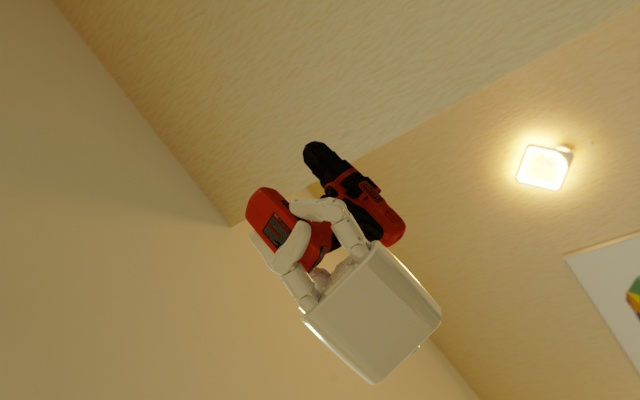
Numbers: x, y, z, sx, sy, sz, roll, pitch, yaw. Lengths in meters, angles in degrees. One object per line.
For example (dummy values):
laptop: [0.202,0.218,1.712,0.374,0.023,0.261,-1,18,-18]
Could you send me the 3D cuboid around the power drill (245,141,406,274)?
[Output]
power drill: [0.000,0.002,0.593,0.184,0.057,0.187,46,38,19]
